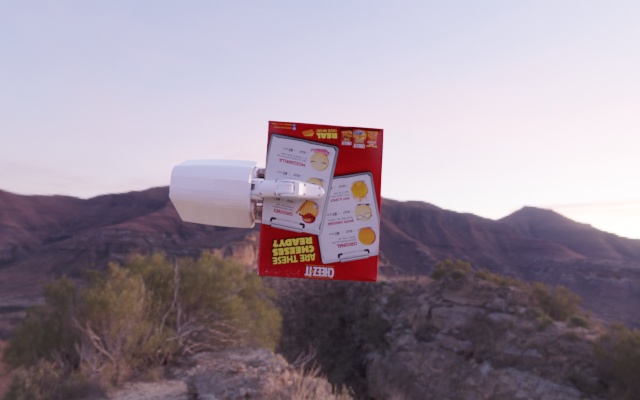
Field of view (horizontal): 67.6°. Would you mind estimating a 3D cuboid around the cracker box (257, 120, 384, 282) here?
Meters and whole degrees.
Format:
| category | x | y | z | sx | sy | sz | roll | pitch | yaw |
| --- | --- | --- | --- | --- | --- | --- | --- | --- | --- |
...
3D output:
| category | x | y | z | sx | sy | sz | roll | pitch | yaw |
| --- | --- | --- | --- | --- | --- | --- | --- | --- | --- |
| cracker box | 0.000 | 0.002 | 0.678 | 0.164 | 0.213 | 0.072 | 4 | -6 | -2 |
